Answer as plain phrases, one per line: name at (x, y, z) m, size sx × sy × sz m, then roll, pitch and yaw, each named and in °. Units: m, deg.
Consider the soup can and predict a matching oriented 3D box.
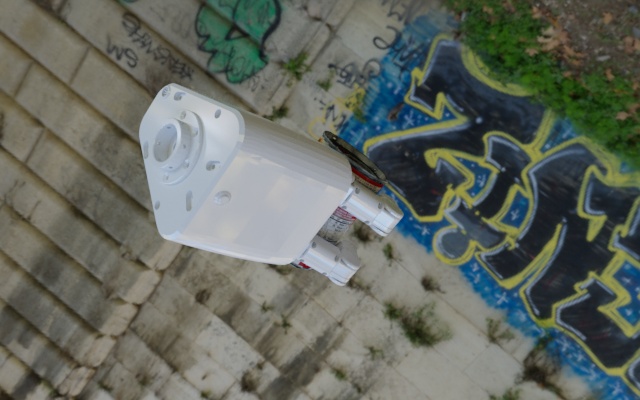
soup can at (0.000, 0.002, 0.410) m, size 0.068 × 0.102 × 0.068 m, roll 35°, pitch 16°, yaw -11°
